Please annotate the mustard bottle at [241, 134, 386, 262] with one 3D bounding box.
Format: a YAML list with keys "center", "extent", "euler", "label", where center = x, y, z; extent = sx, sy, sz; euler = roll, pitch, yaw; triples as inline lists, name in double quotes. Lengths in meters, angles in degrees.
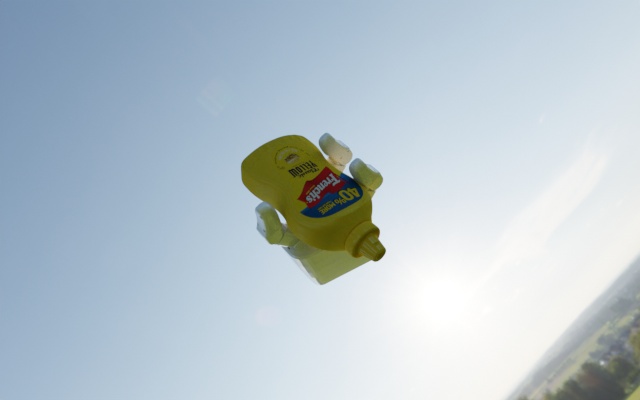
- center: [0.000, 0.001, 0.532]
  extent: [0.096, 0.058, 0.191]
  euler: [-27, 53, -30]
  label: "mustard bottle"
